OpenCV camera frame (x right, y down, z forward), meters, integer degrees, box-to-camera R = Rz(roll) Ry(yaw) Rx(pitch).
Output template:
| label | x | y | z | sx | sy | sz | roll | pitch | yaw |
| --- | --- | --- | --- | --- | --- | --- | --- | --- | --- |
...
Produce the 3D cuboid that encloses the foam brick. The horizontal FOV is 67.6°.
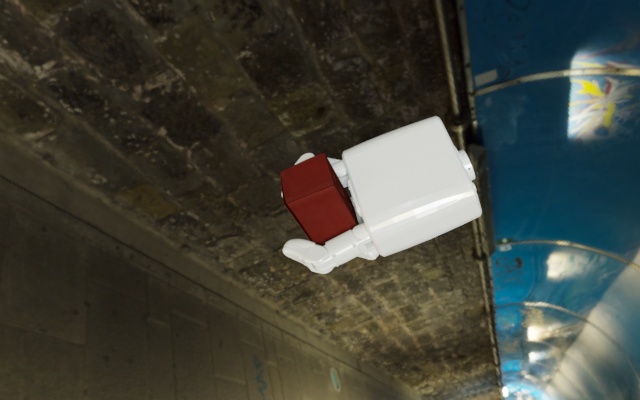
| label | x | y | z | sx | sy | sz | roll | pitch | yaw |
| --- | --- | --- | --- | --- | --- | --- | --- | --- | --- |
| foam brick | 0.000 | 0.001 | 0.482 | 0.051 | 0.053 | 0.078 | -23 | -47 | 10 |
